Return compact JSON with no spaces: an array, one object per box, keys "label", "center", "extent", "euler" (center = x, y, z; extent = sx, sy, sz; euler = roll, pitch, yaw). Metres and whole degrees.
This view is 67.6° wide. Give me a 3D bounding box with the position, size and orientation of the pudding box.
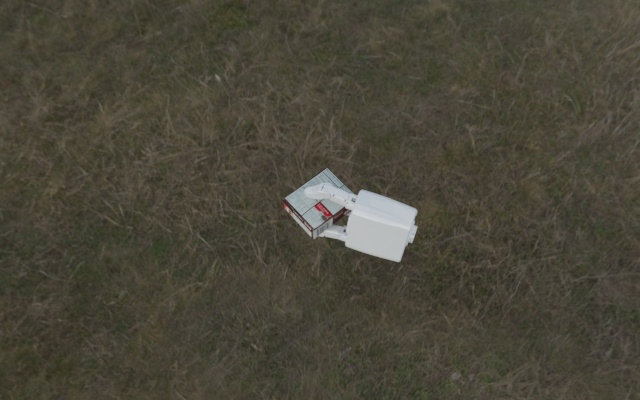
[{"label":"pudding box","center":[0.000,0.003,0.889],"extent":[0.113,0.090,0.039],"euler":[-36,-23,-21]}]
